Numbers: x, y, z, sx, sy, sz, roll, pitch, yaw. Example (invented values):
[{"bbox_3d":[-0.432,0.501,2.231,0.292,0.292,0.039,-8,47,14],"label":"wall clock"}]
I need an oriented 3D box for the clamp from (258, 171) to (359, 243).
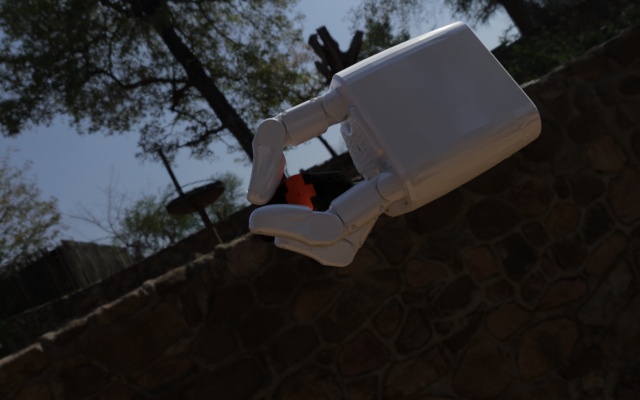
[{"bbox_3d":[0.000,0.001,0.407,0.120,0.039,0.171,-26,-4,-8],"label":"clamp"}]
